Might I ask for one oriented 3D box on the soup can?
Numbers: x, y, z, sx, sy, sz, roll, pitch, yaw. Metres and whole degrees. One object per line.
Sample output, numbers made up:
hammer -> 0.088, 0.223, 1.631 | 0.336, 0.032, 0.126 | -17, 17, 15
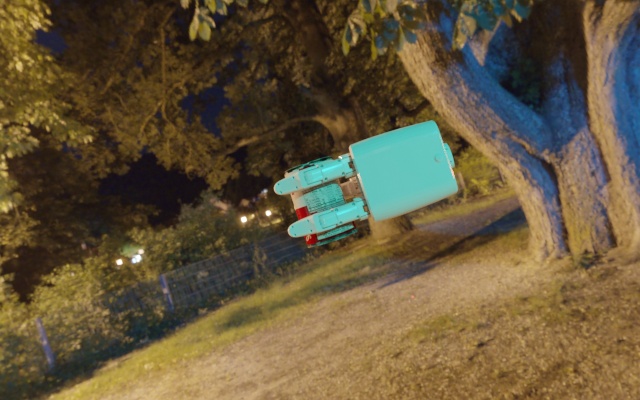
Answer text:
soup can -> 0.000, 0.002, 0.615 | 0.068, 0.102, 0.068 | -18, -1, 0
